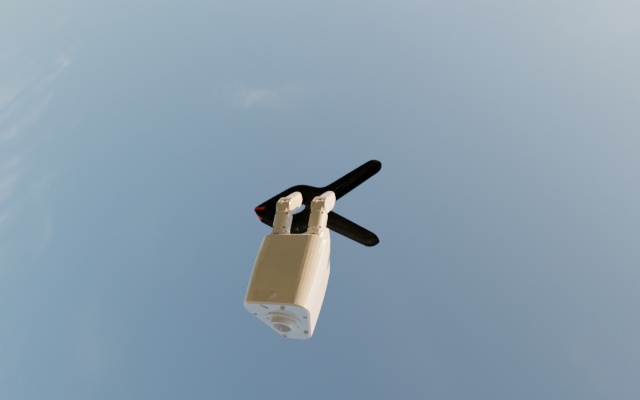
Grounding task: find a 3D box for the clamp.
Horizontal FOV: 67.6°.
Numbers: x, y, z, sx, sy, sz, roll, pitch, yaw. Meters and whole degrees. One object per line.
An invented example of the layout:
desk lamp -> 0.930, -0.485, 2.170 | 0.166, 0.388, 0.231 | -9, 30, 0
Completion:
clamp -> 0.000, 0.003, 0.748 | 0.210, 0.164, 0.036 | -2, -43, 21
